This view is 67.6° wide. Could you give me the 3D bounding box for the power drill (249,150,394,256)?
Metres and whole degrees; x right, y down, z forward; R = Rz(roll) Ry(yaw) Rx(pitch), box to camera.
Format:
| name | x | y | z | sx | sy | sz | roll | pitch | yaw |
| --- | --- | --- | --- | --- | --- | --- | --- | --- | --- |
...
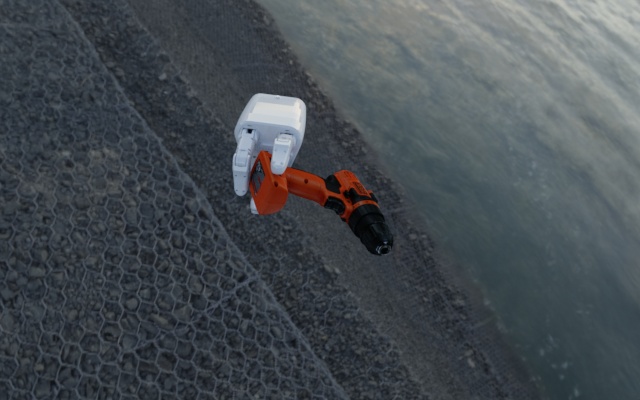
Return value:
| name | x | y | z | sx | sy | sz | roll | pitch | yaw |
| --- | --- | --- | --- | --- | --- | --- | --- | --- | --- |
| power drill | 0.000 | 0.002 | 0.670 | 0.188 | 0.057 | 0.184 | 16 | 25 | -28 |
